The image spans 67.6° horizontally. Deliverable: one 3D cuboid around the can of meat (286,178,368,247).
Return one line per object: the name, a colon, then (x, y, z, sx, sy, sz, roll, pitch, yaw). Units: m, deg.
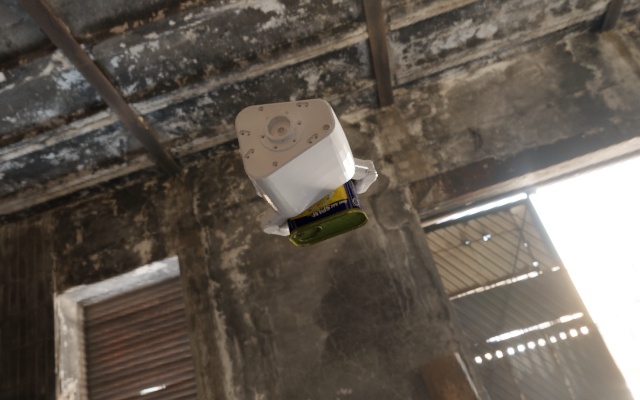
can of meat: (0.000, 0.002, 0.622, 0.102, 0.084, 0.057, -21, -26, 9)
